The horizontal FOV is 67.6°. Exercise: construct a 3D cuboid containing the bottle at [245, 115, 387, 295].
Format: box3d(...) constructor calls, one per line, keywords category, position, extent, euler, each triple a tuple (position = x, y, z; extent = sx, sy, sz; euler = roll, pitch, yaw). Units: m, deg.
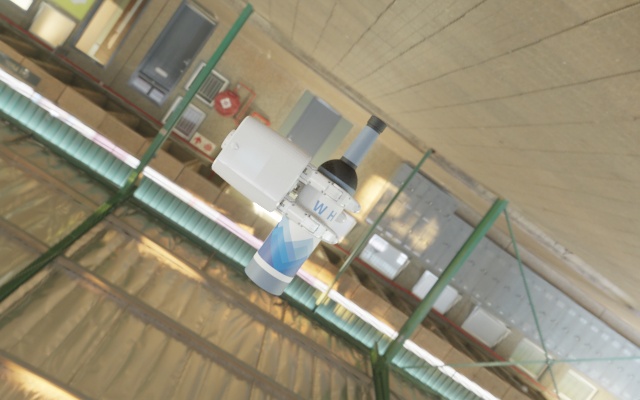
box3d(category="bottle", position=(0.000, 0.003, 0.705), extent=(0.069, 0.296, 0.069), euler=(36, 3, -2))
